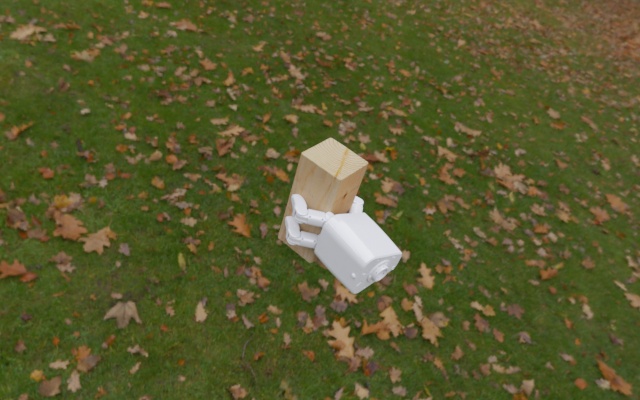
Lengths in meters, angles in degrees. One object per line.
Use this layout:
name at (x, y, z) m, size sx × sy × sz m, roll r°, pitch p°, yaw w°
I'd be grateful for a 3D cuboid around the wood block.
wood block at (0.001, 0.003, 0.881) m, size 0.090 × 0.206 × 0.090 m, roll 36°, pitch 42°, yaw 20°
